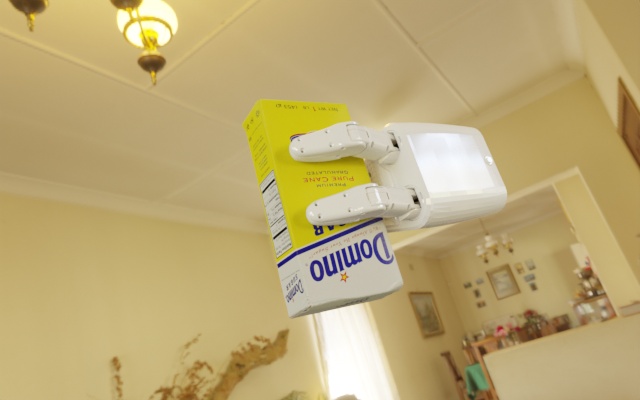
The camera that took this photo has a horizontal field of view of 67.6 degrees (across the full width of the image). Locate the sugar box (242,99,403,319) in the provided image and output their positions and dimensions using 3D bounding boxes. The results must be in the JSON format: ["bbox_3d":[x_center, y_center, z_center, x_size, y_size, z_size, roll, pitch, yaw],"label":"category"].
[{"bbox_3d":[0.000,0.001,0.402,0.093,0.176,0.048,-5,-23,-32],"label":"sugar box"}]
